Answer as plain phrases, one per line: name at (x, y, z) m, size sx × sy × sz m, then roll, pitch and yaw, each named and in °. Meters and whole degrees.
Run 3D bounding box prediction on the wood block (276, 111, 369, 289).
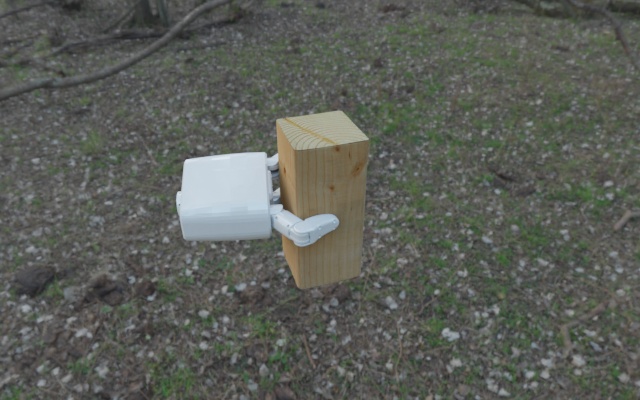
wood block at (0.000, 0.002, 0.618) m, size 0.090 × 0.206 × 0.090 m, roll -10°, pitch 35°, yaw -15°
